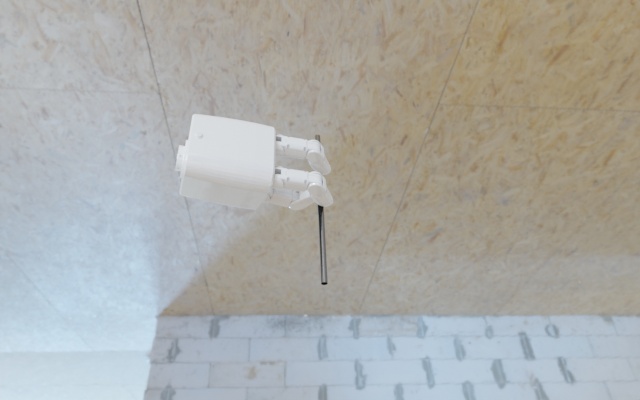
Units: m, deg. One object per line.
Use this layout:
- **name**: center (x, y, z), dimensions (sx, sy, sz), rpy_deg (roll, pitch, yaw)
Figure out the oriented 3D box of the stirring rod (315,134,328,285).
- **stirring rod**: center (0.000, 0.002, 0.644), dimensions (0.011, 0.239, 0.011), rpy_deg (-2, -35, -1)
